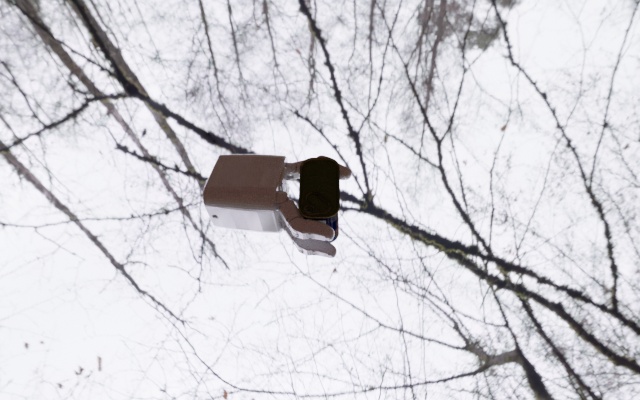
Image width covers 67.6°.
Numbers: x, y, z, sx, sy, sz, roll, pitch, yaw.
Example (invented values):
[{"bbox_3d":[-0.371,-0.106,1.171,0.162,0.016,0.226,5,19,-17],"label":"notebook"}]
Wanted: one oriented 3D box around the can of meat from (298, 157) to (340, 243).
[{"bbox_3d":[0.000,0.002,0.700,0.057,0.102,0.084,-1,-33,2],"label":"can of meat"}]
